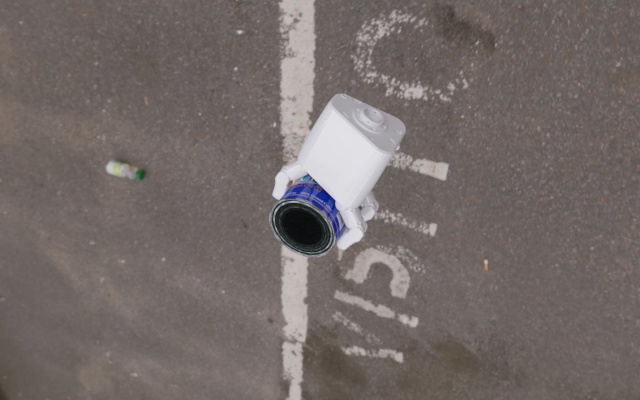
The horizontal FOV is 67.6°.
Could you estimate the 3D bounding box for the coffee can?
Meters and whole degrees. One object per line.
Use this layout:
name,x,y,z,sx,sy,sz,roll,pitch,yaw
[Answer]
coffee can,0.000,0.002,0.721,0.103,0.103,0.140,0,33,27
